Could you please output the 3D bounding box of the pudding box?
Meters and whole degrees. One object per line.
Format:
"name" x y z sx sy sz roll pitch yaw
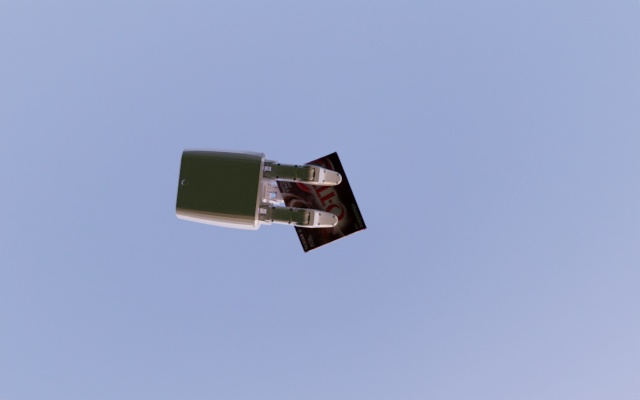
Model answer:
"pudding box" 0.000 0.002 0.643 0.090 0.113 0.039 -22 -1 0
